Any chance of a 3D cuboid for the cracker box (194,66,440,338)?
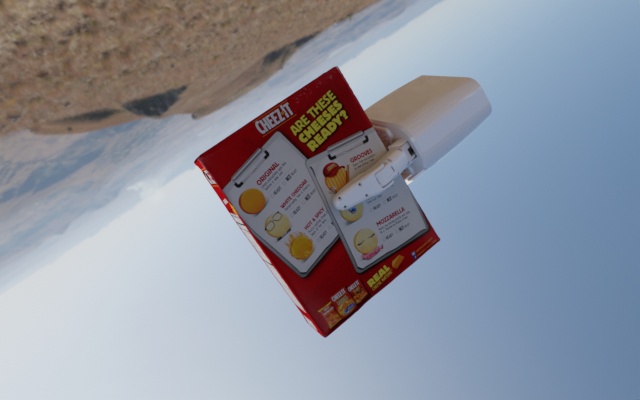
[{"bbox_3d":[0.000,0.002,0.492,0.164,0.214,0.072,-37,12,-16],"label":"cracker box"}]
